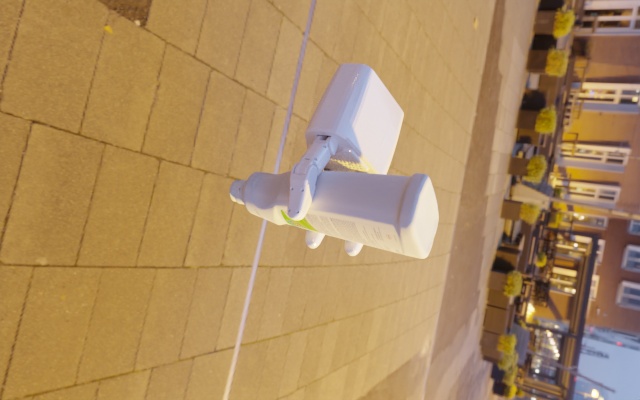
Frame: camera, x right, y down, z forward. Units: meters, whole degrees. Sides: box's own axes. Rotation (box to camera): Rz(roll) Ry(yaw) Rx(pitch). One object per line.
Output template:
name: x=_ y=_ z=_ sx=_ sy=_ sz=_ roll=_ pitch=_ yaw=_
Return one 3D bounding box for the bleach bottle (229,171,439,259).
bleach bottle: x=0.000 y=0.002 z=0.544 sx=0.251 sy=0.068 sz=0.103 roll=10 pitch=-26 yaw=27
